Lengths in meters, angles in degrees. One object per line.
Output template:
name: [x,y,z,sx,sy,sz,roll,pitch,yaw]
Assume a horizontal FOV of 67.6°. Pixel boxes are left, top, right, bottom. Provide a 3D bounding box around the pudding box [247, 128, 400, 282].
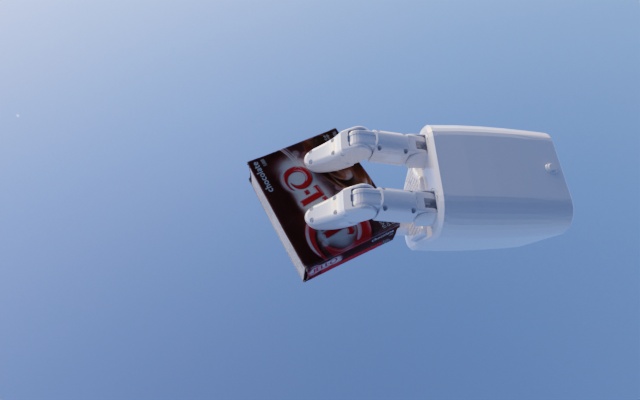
pudding box: [0.000,0.001,0.414,0.090,0.113,0.039,-23,-26,-19]
